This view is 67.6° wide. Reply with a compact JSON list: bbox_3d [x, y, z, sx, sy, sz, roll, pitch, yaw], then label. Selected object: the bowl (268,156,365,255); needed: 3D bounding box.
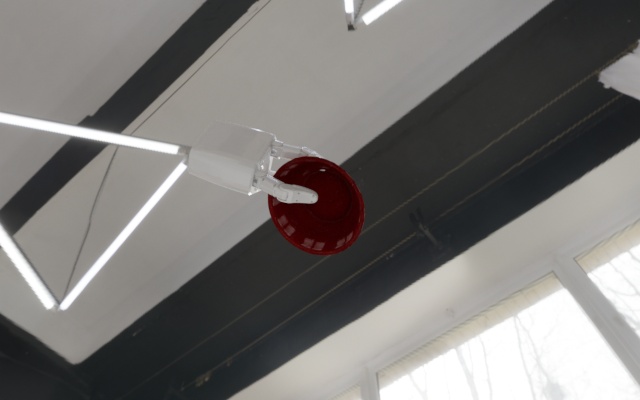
[{"bbox_3d":[0.001,0.003,0.752,0.162,0.162,0.055,0,19,24],"label":"bowl"}]
